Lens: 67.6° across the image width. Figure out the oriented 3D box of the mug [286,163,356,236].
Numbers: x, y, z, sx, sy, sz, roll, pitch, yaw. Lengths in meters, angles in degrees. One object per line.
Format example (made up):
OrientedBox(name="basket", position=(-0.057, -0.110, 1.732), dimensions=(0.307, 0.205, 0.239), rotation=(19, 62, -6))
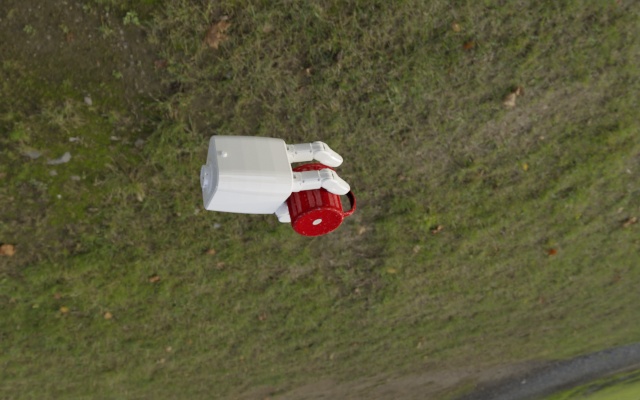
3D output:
OrientedBox(name="mug", position=(0.001, 0.003, 0.747), dimensions=(0.117, 0.081, 0.093), rotation=(2, -36, -22))
